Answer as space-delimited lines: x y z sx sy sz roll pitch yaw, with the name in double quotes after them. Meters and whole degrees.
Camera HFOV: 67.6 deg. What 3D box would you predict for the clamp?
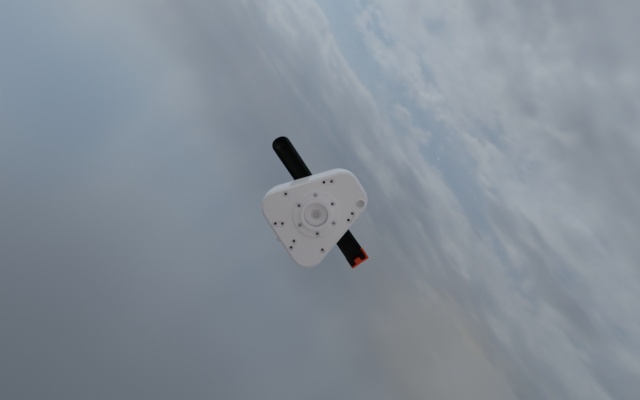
0.001 0.002 0.703 0.036 0.210 0.164 -34 3 2 "clamp"
